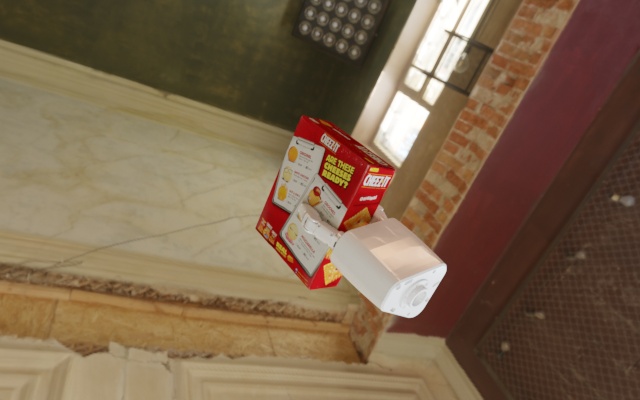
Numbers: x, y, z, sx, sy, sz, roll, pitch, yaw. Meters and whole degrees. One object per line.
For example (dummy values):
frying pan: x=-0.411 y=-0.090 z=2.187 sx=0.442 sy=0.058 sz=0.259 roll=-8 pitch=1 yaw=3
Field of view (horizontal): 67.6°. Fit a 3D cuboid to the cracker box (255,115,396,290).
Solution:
cracker box: x=0.000 y=0.003 z=0.738 sx=0.072 sy=0.214 sz=0.164 roll=3 pitch=30 yaw=-45
